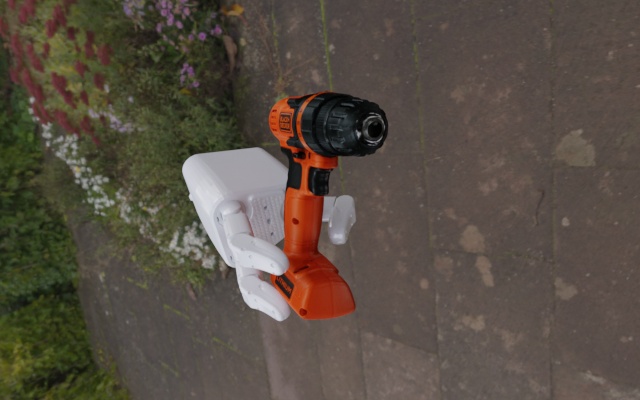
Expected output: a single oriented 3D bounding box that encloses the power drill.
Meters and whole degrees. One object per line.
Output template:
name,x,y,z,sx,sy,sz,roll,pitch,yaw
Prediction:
power drill,0.000,0.002,0.415,0.057,0.188,0.184,-1,12,-21
